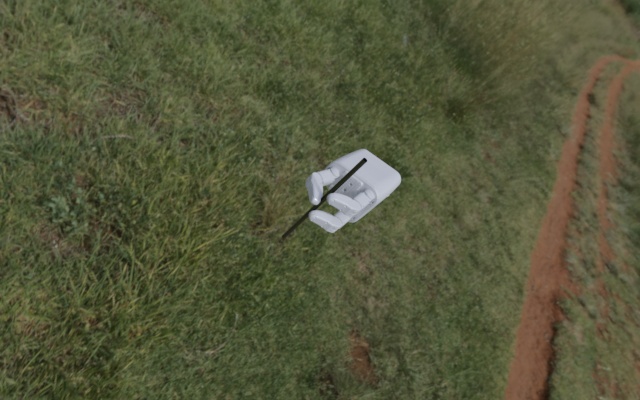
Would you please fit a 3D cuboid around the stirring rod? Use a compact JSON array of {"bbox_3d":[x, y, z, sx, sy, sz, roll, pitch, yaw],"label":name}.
[{"bbox_3d":[0.000,0.003,0.796,0.011,0.011,0.240,0,-32,-41],"label":"stirring rod"}]
